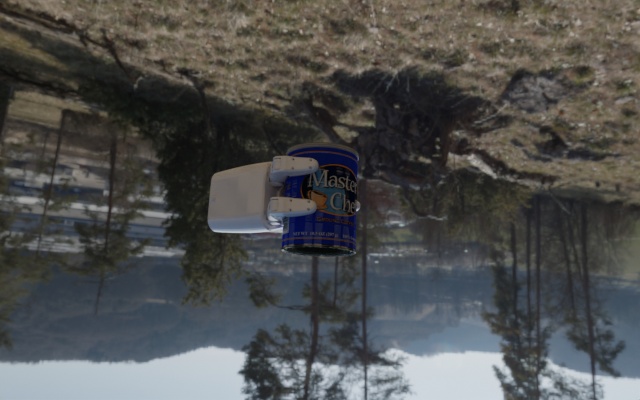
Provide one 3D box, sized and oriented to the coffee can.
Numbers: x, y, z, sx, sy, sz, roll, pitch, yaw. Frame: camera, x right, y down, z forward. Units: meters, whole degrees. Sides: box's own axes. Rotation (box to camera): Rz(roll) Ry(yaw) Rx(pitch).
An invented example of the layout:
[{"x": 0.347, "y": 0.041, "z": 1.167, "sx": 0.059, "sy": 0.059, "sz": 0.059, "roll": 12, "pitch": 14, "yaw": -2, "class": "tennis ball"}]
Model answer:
[{"x": 0.000, "y": 0.002, "z": 0.663, "sx": 0.103, "sy": 0.140, "sz": 0.103, "roll": 2, "pitch": -13, "yaw": 1, "class": "coffee can"}]
